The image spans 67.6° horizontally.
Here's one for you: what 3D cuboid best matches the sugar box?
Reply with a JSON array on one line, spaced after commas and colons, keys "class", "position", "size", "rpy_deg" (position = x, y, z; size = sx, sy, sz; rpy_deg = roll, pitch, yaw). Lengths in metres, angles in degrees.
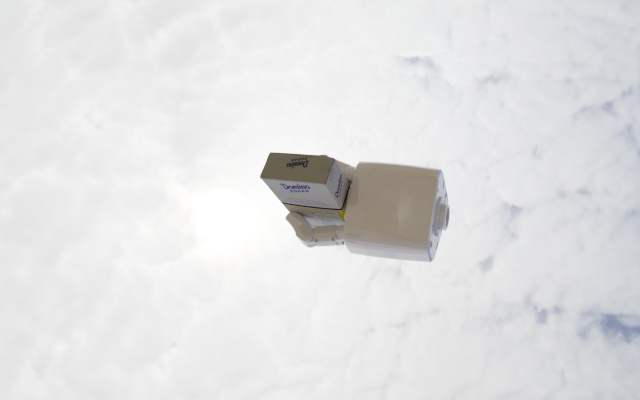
[{"class": "sugar box", "position": [0.000, 0.002, 0.637], "size": [0.093, 0.048, 0.176], "rpy_deg": [7, -29, 25]}]
